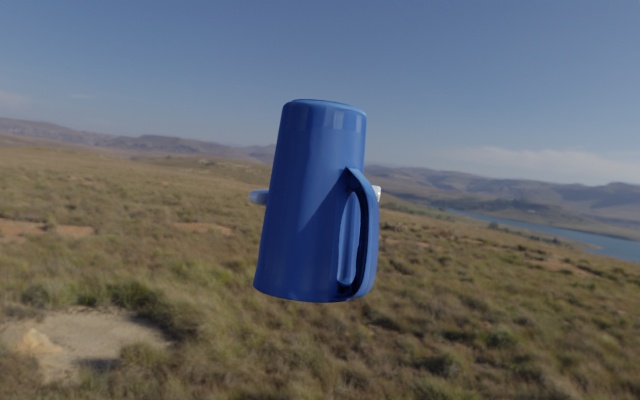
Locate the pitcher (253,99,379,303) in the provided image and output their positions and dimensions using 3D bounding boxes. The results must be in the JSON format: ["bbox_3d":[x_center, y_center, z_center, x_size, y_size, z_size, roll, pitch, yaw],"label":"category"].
[{"bbox_3d":[0.000,0.002,0.602,0.149,0.243,0.145,7,3,3],"label":"pitcher"}]
